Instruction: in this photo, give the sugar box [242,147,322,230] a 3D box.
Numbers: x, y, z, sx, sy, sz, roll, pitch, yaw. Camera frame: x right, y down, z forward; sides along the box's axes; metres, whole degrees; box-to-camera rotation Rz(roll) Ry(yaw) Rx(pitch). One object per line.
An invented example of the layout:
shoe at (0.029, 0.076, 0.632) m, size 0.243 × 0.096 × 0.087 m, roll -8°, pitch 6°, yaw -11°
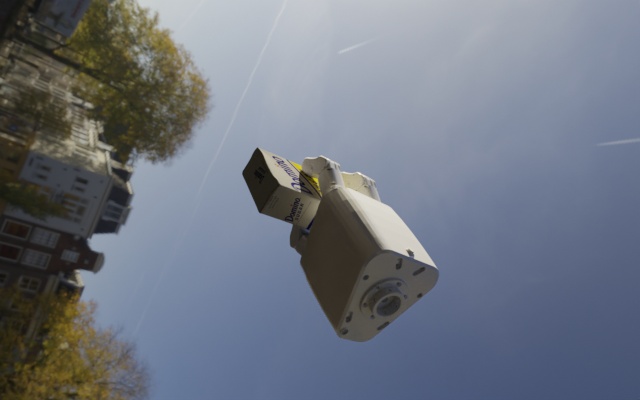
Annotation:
sugar box at (0.001, 0.002, 0.569) m, size 0.176 × 0.048 × 0.093 m, roll 24°, pitch 19°, yaw -33°
